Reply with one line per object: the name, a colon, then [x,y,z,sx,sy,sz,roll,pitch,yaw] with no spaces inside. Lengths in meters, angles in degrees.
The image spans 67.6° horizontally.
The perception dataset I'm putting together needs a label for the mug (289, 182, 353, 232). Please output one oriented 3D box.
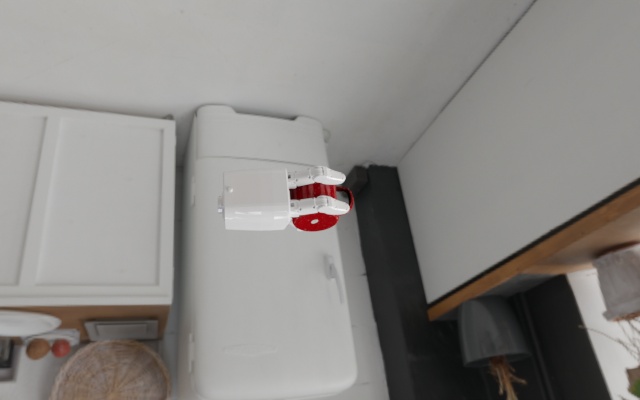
mug: [0.002,0.003,0.841,0.117,0.081,0.093,-1,-28,-9]
